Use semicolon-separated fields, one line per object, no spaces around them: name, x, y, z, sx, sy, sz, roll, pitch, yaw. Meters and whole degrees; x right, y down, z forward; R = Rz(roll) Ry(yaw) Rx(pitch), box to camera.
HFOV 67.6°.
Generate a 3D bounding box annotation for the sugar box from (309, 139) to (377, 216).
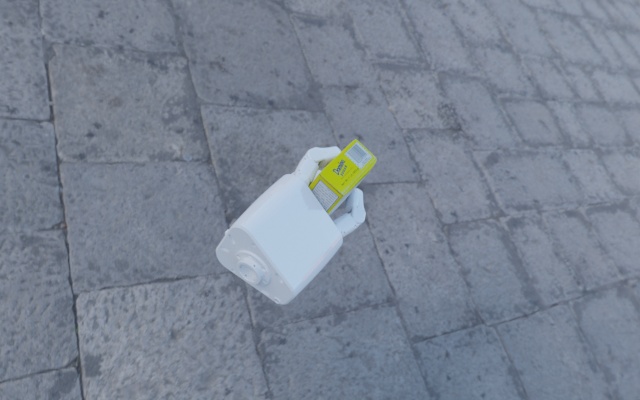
sugar box;0.000;0.002;0.645;0.093;0.048;0.176;-45;-2;-41
